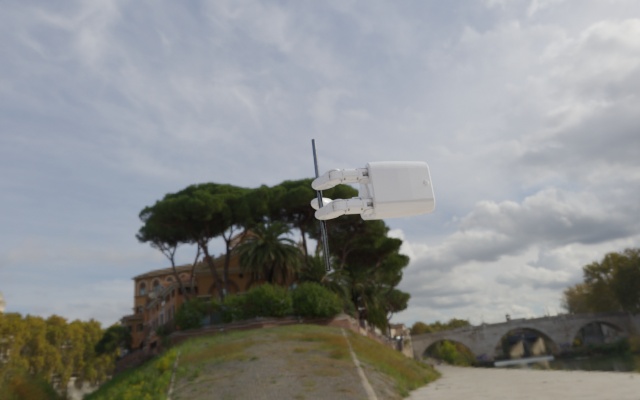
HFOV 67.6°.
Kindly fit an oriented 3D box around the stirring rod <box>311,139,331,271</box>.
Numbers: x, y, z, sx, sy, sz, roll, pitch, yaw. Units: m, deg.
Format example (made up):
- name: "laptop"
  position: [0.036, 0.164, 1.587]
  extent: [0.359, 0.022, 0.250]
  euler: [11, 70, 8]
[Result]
- name: "stirring rod"
  position: [0.000, 0.003, 0.824]
  extent: [0.011, 0.239, 0.011]
  euler: [-6, -19, -2]
